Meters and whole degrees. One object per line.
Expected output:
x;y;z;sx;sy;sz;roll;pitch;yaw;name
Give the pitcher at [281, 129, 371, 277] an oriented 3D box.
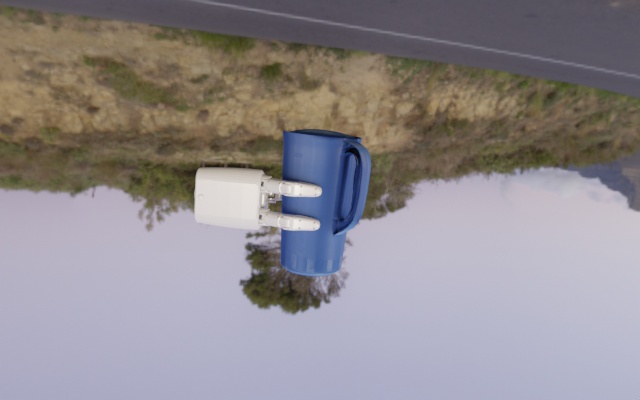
0.000;0.003;0.812;0.145;0.243;0.149;5;10;-1;pitcher
